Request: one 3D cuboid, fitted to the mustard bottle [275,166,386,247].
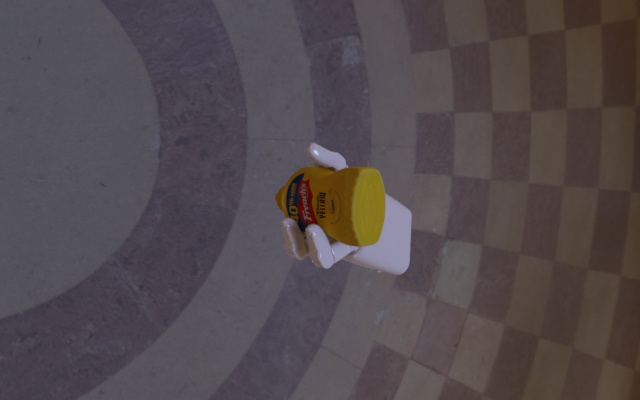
[{"bbox_3d":[0.000,0.002,0.638,0.058,0.096,0.191,-6,8,-39],"label":"mustard bottle"}]
